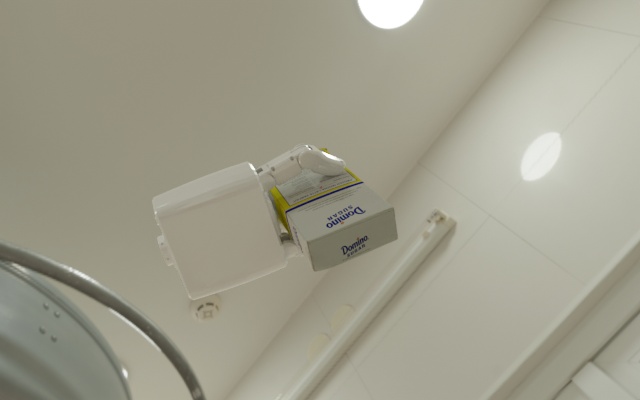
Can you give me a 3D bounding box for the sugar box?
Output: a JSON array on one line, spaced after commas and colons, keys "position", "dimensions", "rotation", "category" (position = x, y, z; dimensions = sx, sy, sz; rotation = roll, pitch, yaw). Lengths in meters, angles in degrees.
[{"position": [0.000, 0.002, 0.519], "dimensions": [0.093, 0.048, 0.176], "rotation": [-21, 34, -13], "category": "sugar box"}]
